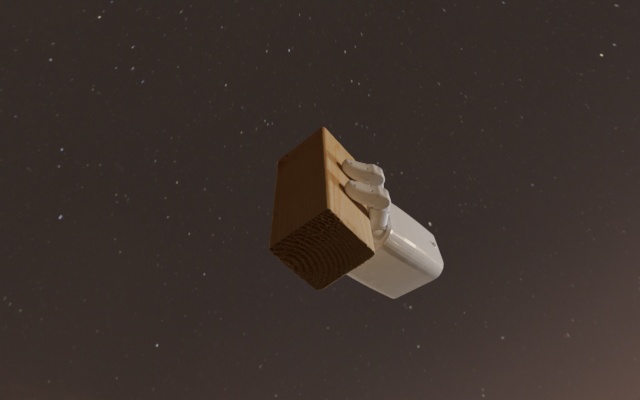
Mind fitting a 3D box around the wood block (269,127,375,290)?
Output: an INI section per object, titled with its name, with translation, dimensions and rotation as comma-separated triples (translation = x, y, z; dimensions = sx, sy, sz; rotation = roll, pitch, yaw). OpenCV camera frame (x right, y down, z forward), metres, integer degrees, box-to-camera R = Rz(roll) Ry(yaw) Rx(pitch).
[wood block]
translation = 0.000, 0.002, 0.625
dimensions = 0.091, 0.090, 0.206
rotation = -36, 27, 20
